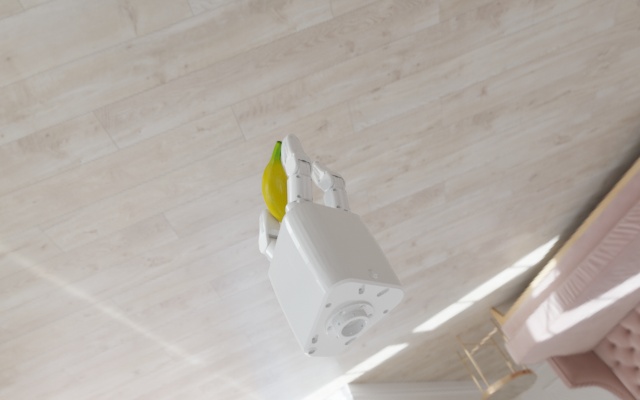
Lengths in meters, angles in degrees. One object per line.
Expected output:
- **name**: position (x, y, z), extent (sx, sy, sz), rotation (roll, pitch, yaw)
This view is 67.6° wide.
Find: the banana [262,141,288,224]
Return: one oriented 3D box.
- **banana**: position (-0.016, 0.012, 0.595), extent (0.198, 0.069, 0.037), rotation (46, 6, -44)
